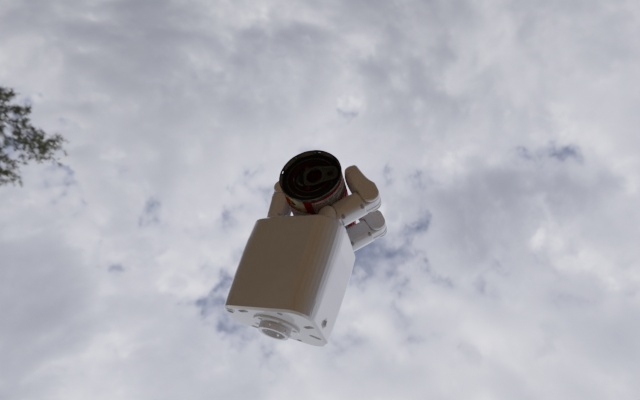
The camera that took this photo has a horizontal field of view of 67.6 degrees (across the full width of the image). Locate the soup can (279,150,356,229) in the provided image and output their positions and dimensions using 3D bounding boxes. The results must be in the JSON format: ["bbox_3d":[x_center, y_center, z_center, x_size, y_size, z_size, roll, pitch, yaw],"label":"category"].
[{"bbox_3d":[0.000,0.002,0.540,0.068,0.068,0.102,0,-35,16],"label":"soup can"}]
